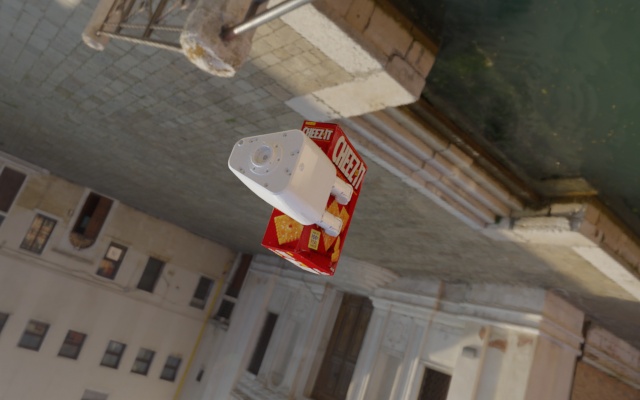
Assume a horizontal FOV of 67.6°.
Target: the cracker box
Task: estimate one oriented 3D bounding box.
[{"bbox_3d":[0.000,0.003,0.789,0.072,0.213,0.164,11,-16,27],"label":"cracker box"}]
